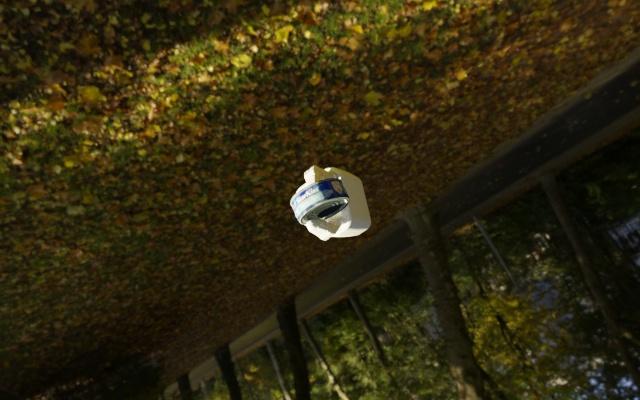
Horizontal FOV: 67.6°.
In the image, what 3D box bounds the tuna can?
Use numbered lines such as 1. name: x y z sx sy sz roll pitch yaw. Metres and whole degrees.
1. tuna can: 0.000 0.003 0.721 0.086 0.033 0.086 -22 -20 -8
